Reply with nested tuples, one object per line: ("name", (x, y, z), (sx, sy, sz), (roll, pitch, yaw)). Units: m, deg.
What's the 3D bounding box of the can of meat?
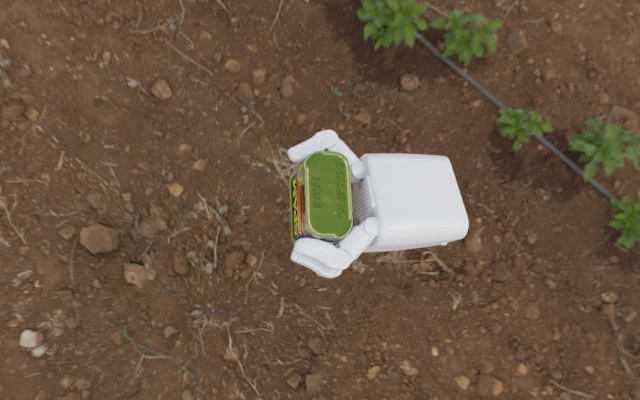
("can of meat", (0.000, 0.002, 0.544), (0.057, 0.102, 0.084), (0, -13, -13))
